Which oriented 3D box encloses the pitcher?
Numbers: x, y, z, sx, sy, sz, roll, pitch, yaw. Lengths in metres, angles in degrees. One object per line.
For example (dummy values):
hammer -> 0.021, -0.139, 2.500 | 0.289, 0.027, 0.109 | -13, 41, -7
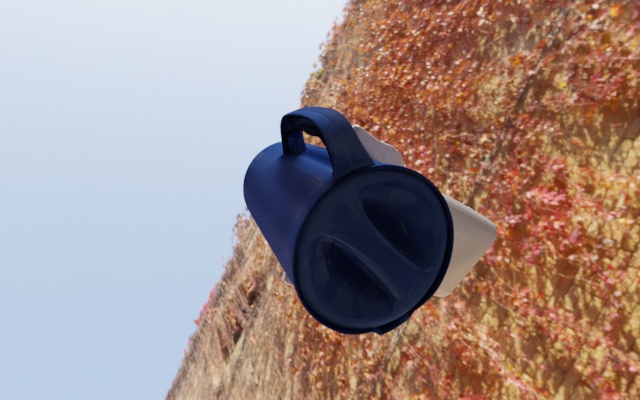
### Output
pitcher -> 0.000, 0.002, 0.451 | 0.145, 0.149, 0.242 | 23, 5, -26
